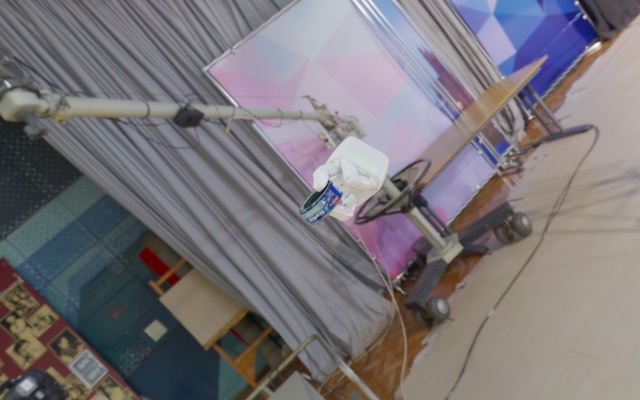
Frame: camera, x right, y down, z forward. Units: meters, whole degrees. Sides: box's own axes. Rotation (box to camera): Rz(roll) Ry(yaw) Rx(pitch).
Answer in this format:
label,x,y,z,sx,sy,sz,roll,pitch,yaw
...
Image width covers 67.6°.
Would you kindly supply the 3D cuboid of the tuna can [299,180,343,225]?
label,x,y,z,sx,sy,sz,roll,pitch,yaw
tuna can,0.000,0.003,0.884,0.034,0.086,0.086,45,-13,-13
